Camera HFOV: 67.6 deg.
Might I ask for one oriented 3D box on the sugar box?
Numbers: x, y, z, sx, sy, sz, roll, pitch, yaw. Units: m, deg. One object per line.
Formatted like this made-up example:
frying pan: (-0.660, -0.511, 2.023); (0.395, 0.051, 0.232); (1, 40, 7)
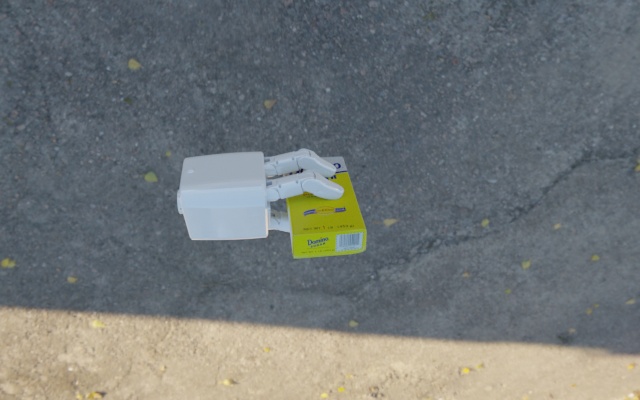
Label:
sugar box: (0.000, 0.002, 0.652); (0.093, 0.048, 0.176); (-4, 39, -7)
